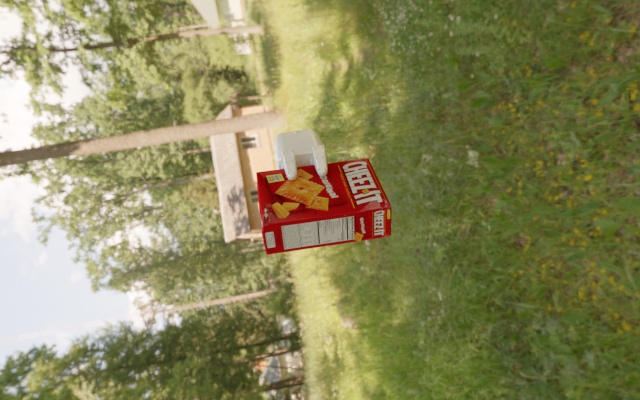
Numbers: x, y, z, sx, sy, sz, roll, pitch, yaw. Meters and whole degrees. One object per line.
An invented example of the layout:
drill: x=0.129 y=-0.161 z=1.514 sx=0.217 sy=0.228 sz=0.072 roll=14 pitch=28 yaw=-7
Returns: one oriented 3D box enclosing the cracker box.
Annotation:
cracker box: x=0.000 y=0.003 z=0.834 sx=0.213 sy=0.072 sz=0.164 roll=-8 pitch=36 yaw=-5
